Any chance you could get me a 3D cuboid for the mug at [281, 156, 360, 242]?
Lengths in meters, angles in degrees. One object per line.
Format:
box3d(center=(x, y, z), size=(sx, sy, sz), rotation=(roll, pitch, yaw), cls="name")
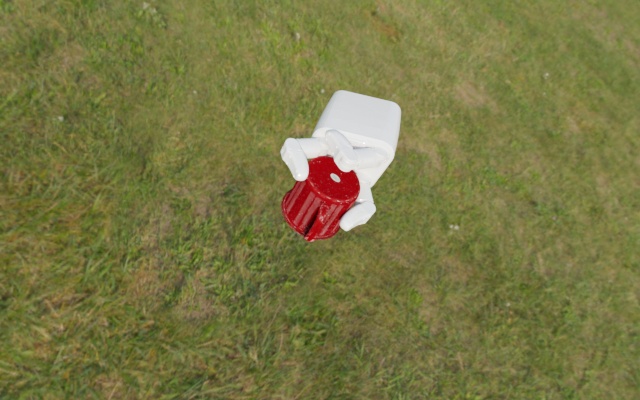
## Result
box3d(center=(0.000, 0.003, 0.643), size=(0.093, 0.117, 0.081), rotation=(24, -43, -8), cls="mug")
